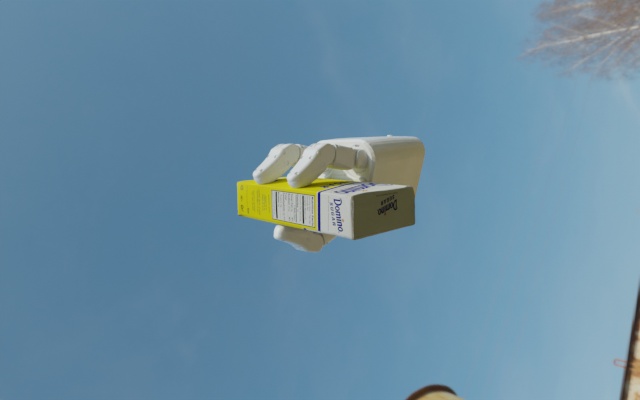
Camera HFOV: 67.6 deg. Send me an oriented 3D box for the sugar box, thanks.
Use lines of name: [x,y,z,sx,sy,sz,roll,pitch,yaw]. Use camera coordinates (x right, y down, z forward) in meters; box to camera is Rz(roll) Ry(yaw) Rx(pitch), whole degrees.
sugar box: [0.000,0.001,0.495,0.093,0.048,0.176,-9,9,-43]
